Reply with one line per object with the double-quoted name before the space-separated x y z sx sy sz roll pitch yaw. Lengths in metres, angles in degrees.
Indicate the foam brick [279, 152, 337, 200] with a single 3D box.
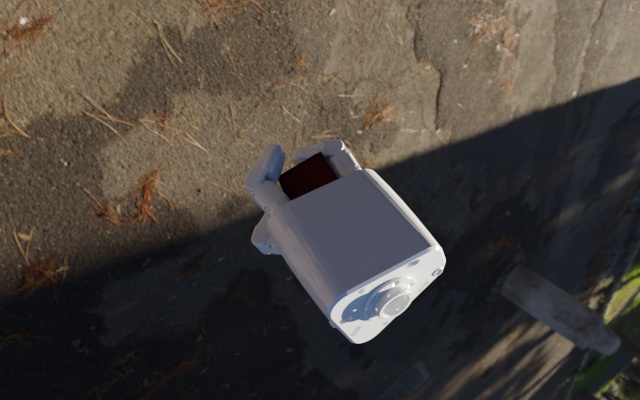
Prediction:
"foam brick" 0.000 0.002 0.480 0.053 0.051 0.078 -30 -39 3
